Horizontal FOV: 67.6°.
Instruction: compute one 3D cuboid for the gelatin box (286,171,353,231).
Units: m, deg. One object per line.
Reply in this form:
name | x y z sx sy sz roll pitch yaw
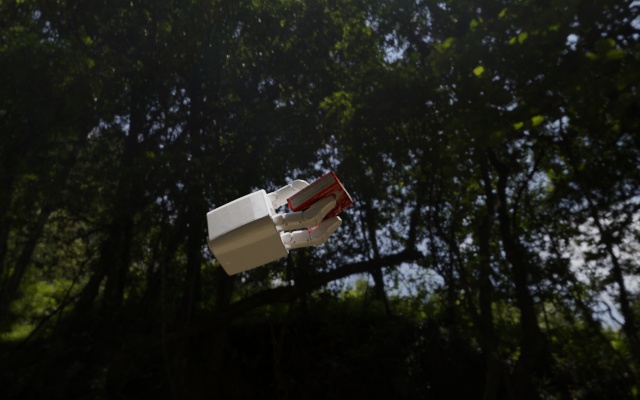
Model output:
gelatin box | 0.000 0.002 0.781 0.089 0.030 0.073 -33 -39 5
